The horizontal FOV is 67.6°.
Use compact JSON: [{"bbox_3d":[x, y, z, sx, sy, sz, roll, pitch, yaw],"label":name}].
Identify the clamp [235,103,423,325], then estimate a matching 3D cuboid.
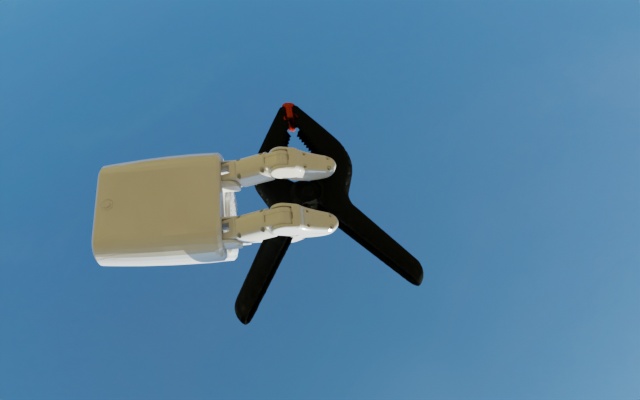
[{"bbox_3d":[0.000,0.001,0.445,0.164,0.210,0.036,-5,-23,-3],"label":"clamp"}]
